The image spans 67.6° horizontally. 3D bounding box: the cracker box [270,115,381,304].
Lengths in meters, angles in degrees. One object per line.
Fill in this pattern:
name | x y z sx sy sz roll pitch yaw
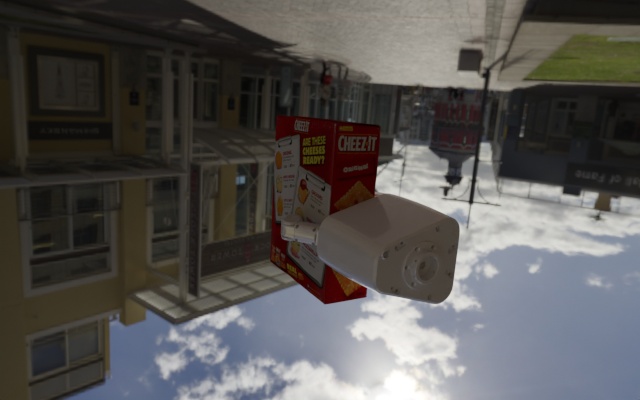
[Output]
cracker box | 0.000 0.002 0.621 0.072 0.214 0.164 -2 13 -29
